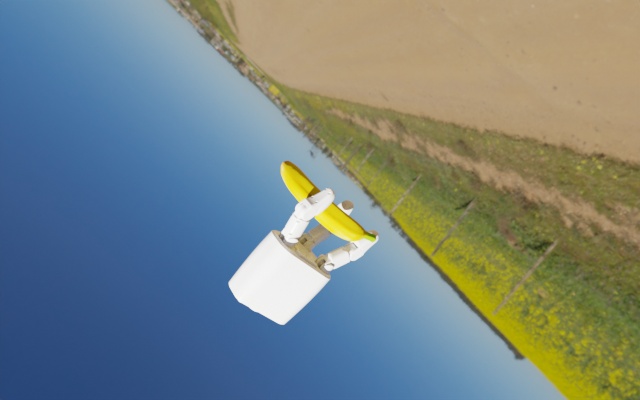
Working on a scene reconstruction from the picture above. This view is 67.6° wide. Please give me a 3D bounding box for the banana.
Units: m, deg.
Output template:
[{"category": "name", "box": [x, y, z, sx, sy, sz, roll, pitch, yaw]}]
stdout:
[{"category": "banana", "box": [-0.003, 0.002, 0.725, 0.197, 0.037, 0.069, 43, 8, 18]}]
